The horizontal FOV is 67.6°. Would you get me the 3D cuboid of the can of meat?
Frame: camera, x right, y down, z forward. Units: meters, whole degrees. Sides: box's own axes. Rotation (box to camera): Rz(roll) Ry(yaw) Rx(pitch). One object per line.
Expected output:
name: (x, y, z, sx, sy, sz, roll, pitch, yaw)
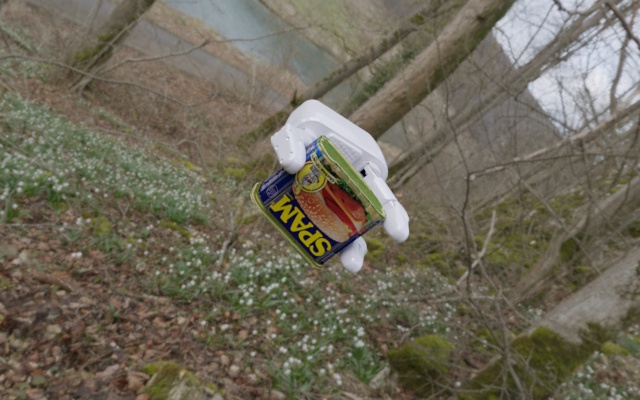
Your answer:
can of meat: (0.000, 0.001, 0.452, 0.084, 0.102, 0.057, -38, 16, 15)
